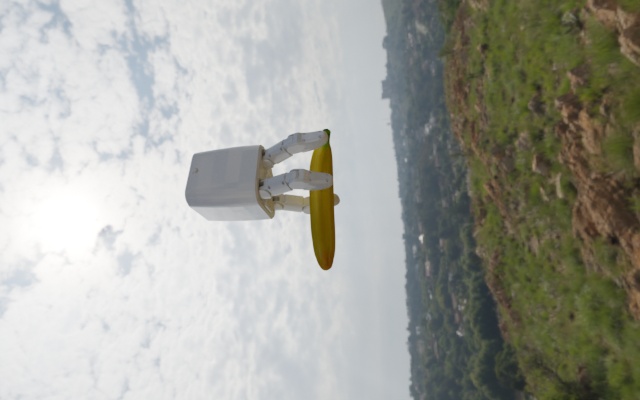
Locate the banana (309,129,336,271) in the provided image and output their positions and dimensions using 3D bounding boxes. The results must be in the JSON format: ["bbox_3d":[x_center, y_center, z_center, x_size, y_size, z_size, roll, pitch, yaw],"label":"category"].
[{"bbox_3d":[0.001,0.002,0.685,0.037,0.197,0.069,-3,-10,4],"label":"banana"}]
